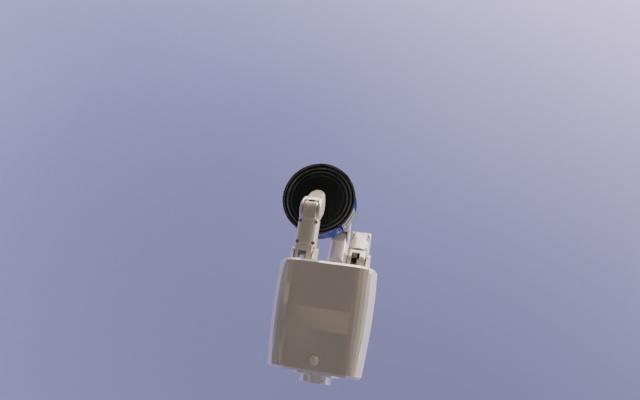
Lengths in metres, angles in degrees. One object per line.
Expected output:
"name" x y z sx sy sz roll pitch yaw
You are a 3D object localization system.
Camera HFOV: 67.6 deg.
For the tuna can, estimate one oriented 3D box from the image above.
"tuna can" 0.000 0.002 0.568 0.086 0.086 0.034 0 -17 9
